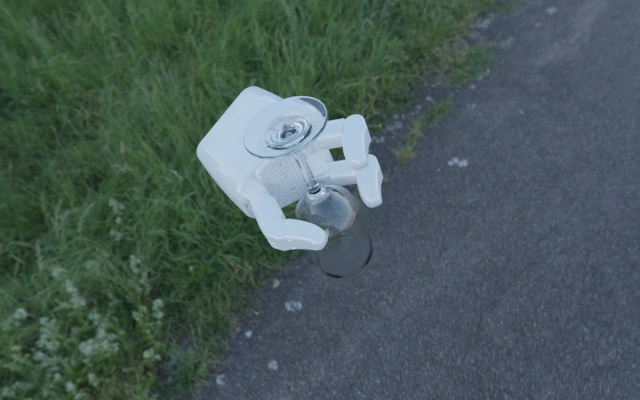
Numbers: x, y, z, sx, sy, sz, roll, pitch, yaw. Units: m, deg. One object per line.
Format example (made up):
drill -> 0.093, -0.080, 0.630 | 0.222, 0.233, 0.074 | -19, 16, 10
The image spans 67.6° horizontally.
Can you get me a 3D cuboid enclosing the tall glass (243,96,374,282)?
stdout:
tall glass -> 0.000, 0.001, 0.461 | 0.079, 0.079, 0.201 | 0, -39, 23
